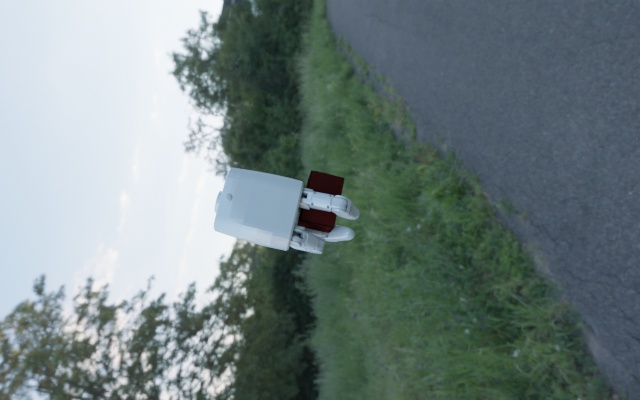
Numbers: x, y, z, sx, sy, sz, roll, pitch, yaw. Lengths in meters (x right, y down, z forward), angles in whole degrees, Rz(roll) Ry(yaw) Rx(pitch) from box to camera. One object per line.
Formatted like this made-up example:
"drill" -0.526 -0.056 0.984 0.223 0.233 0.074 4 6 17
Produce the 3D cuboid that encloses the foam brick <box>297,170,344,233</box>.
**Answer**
"foam brick" 0.000 0.002 0.700 0.051 0.078 0.053 14 -14 -3
